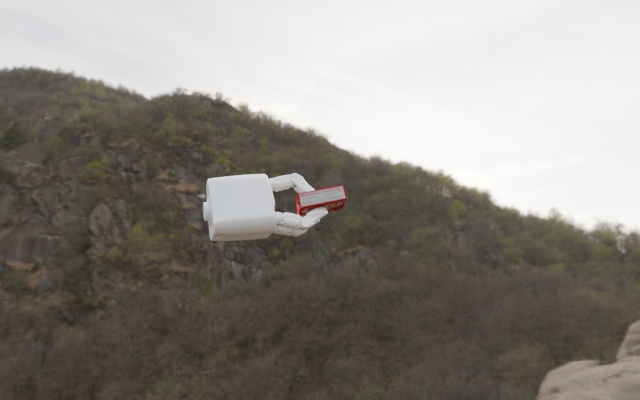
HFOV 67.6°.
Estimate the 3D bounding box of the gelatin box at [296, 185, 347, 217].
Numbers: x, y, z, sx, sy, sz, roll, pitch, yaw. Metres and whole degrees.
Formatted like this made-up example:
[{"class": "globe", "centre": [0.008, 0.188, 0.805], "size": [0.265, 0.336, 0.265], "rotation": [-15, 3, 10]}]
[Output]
[{"class": "gelatin box", "centre": [0.000, 0.002, 0.879], "size": [0.089, 0.030, 0.073], "rotation": [-12, -15, -7]}]
